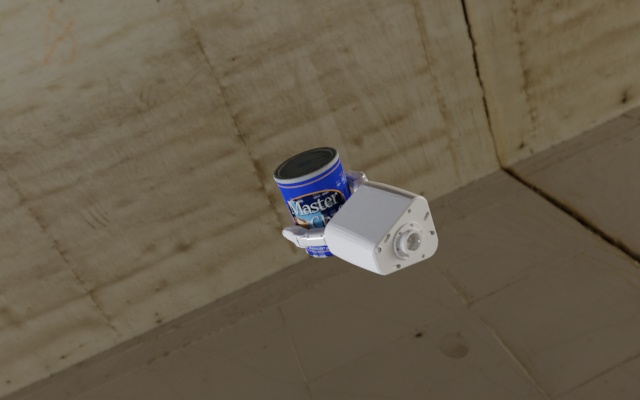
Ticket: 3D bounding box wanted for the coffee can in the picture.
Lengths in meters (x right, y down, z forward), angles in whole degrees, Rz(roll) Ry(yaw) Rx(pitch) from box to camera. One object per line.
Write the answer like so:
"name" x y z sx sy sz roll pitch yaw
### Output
"coffee can" 0.000 0.002 0.740 0.103 0.140 0.102 -18 25 9
